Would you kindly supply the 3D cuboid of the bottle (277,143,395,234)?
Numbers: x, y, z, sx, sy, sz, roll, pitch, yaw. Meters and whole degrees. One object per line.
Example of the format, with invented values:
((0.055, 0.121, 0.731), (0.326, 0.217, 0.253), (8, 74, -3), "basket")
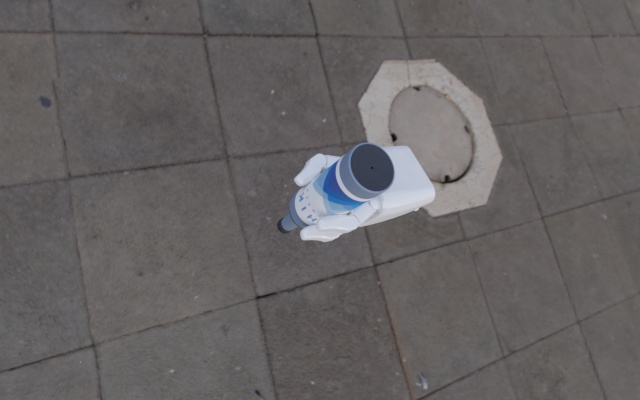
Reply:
((0.000, 0.002, 0.707), (0.069, 0.069, 0.296), (0, -17, -27), "bottle")
